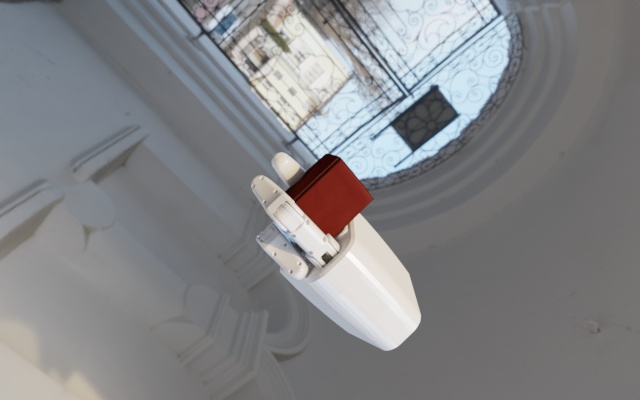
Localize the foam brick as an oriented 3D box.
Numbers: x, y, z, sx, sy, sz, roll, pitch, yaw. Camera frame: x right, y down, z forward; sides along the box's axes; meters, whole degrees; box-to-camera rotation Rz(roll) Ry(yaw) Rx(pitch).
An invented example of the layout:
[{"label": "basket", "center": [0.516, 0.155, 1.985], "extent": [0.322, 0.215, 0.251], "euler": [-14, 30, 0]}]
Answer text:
[{"label": "foam brick", "center": [0.000, 0.001, 0.443], "extent": [0.078, 0.051, 0.053], "euler": [-43, 15, -1]}]
